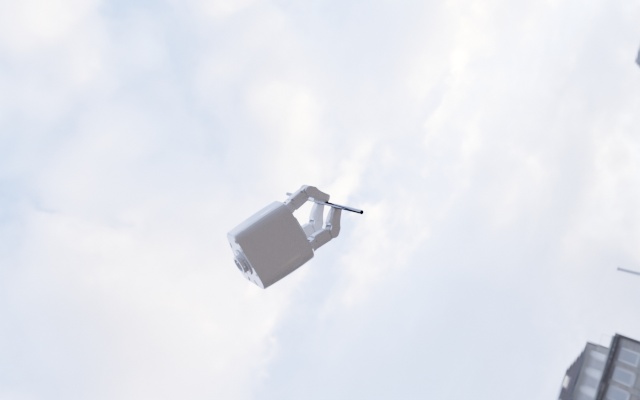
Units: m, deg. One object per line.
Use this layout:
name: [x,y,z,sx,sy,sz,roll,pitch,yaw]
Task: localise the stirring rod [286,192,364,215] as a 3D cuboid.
stirring rod: [0.000,0.003,0.872,0.011,0.011,0.239,0,8,-34]
